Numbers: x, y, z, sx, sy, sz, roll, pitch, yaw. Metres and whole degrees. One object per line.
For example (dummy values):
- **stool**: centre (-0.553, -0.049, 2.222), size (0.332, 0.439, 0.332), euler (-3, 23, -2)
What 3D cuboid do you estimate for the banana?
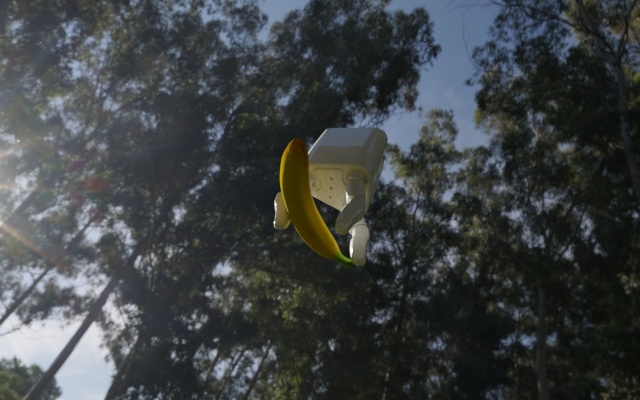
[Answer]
- **banana**: centre (-0.015, 0.005, 0.610), size (0.069, 0.198, 0.037), euler (-2, 38, 31)
